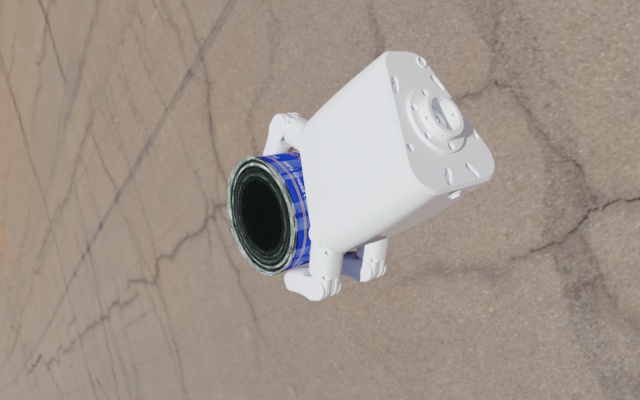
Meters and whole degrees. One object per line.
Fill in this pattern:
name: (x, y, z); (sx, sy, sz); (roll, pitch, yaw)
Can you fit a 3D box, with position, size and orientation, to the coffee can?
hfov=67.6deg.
coffee can: (0.000, 0.001, 0.444); (0.140, 0.103, 0.103); (-13, 8, -39)
